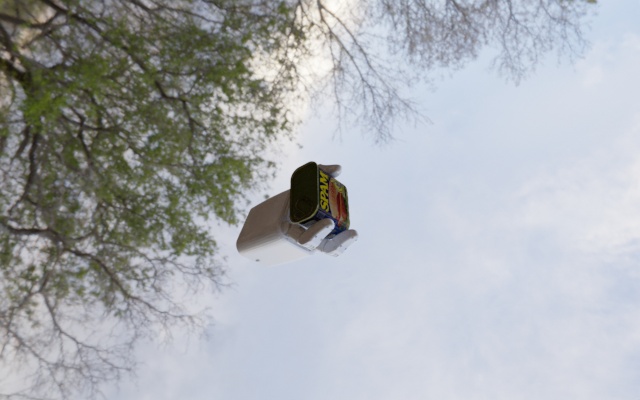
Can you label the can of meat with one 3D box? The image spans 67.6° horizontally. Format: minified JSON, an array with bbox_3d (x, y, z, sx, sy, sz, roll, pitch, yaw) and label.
[{"bbox_3d":[0.000,0.002,0.755,0.057,0.102,0.084,-25,-39,32],"label":"can of meat"}]
